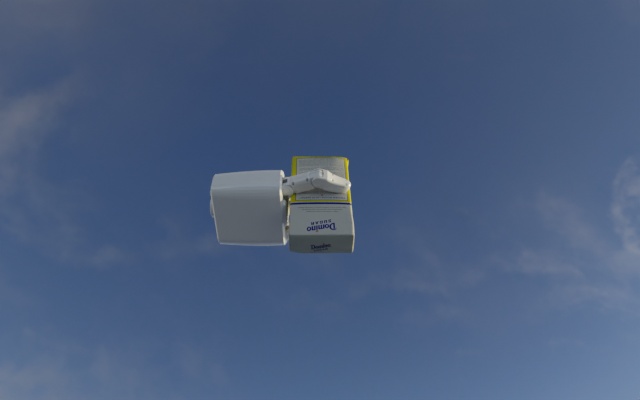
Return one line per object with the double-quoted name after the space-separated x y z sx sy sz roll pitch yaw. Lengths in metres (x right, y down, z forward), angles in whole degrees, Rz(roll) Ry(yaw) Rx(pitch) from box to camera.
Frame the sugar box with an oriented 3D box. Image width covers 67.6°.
0.000 0.003 0.729 0.093 0.176 0.048 1 -45 -1 "sugar box"
